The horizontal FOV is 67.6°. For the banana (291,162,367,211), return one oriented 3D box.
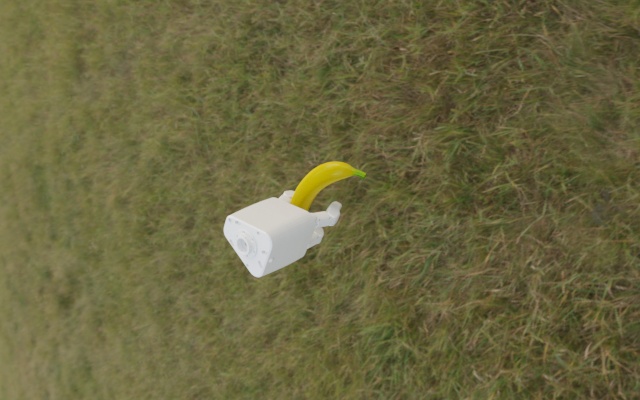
[{"bbox_3d":[-0.009,-0.014,0.856,0.198,0.069,0.037,-39,-5,36],"label":"banana"}]
